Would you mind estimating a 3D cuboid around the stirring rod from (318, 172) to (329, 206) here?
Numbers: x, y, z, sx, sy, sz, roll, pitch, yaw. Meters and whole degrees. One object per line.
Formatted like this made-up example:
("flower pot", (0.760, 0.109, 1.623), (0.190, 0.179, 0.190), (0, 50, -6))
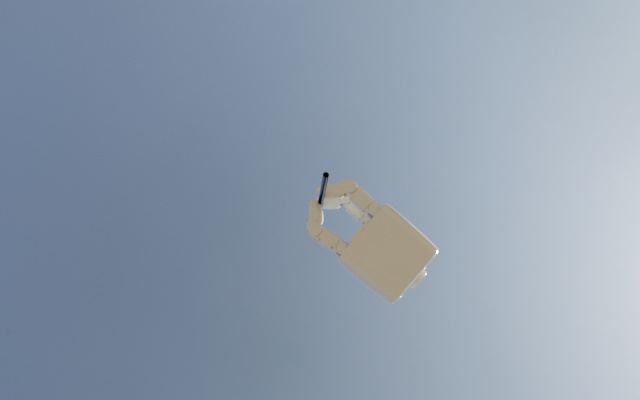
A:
("stirring rod", (0.000, 0.002, 0.739), (0.011, 0.011, 0.240), (0, -17, -4))
